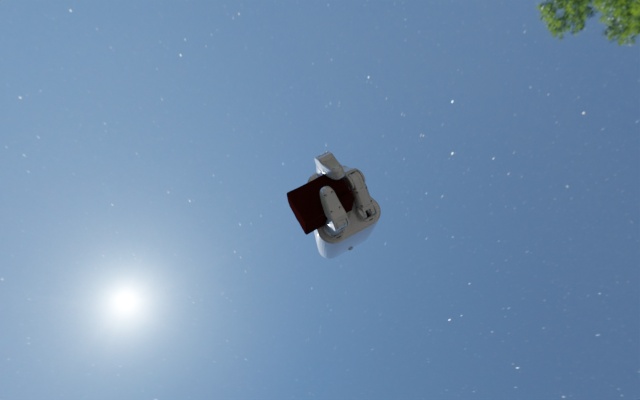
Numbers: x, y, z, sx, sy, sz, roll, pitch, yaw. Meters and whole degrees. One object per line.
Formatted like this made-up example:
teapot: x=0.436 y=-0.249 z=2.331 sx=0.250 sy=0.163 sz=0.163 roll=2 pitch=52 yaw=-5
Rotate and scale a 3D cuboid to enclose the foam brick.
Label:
foam brick: x=0.000 y=0.002 z=0.656 sx=0.078 sy=0.053 sz=0.051 roll=-27 pitch=-18 yaw=-12
